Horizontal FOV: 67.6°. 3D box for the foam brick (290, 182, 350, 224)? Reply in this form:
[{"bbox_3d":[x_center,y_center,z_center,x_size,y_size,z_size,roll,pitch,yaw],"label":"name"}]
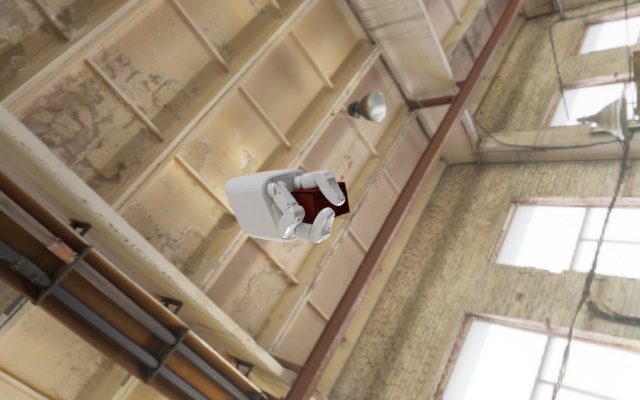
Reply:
[{"bbox_3d":[0.000,0.003,0.756,0.051,0.053,0.078,1,13,44],"label":"foam brick"}]
